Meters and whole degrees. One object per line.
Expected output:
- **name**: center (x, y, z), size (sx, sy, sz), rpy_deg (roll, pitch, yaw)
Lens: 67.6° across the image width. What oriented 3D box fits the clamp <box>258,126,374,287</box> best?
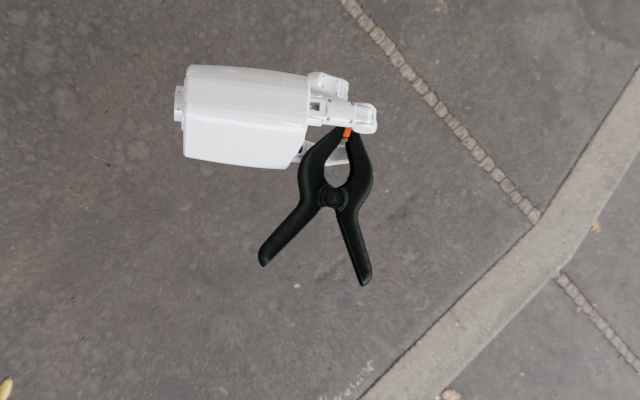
- **clamp**: center (0.000, 0.001, 0.491), size (0.120, 0.171, 0.039), rpy_deg (4, -1, -16)
